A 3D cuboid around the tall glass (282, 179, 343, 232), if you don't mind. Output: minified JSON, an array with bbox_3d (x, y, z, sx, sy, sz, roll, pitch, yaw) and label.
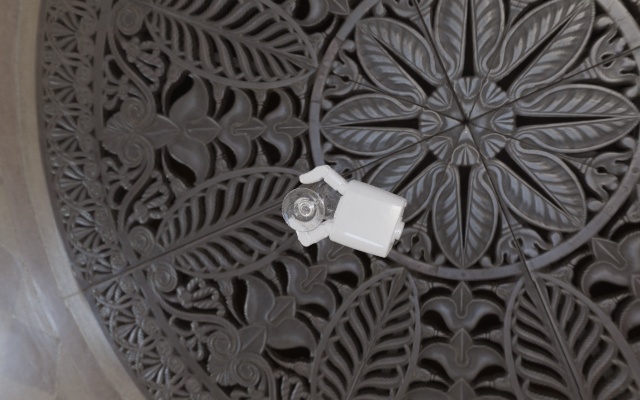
[{"bbox_3d":[0.000,0.003,0.881,0.079,0.079,0.201,0,8,17],"label":"tall glass"}]
